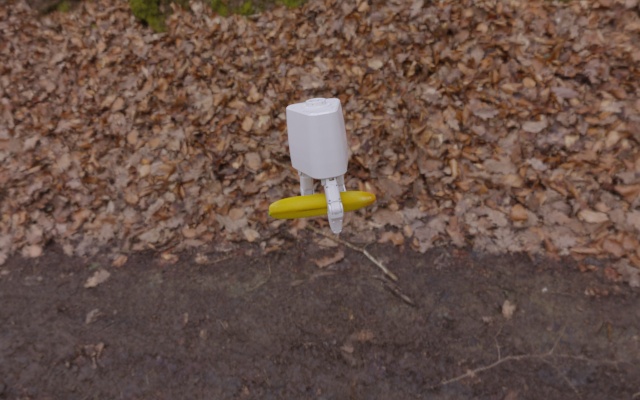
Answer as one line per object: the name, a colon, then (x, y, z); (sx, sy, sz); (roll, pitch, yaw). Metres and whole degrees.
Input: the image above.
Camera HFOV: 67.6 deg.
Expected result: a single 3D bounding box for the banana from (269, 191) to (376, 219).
banana: (-0.008, 0.006, 0.814); (0.198, 0.037, 0.069); (-7, 8, 15)
